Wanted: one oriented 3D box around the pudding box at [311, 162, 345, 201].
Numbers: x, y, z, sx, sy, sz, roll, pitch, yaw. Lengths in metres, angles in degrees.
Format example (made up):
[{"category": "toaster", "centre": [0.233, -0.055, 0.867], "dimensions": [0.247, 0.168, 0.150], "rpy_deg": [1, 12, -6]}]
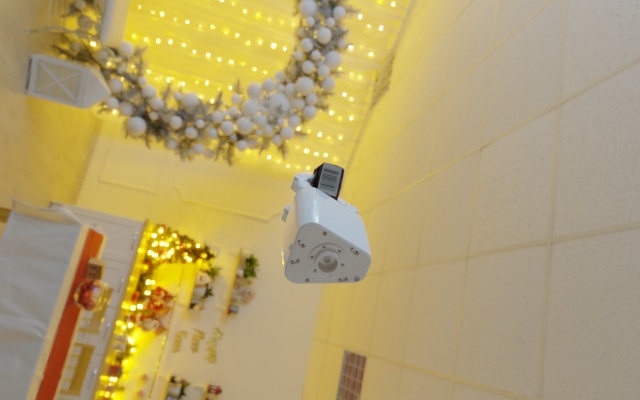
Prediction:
[{"category": "pudding box", "centre": [0.000, 0.003, 0.751], "dimensions": [0.039, 0.113, 0.090], "rpy_deg": [16, -6, -9]}]
